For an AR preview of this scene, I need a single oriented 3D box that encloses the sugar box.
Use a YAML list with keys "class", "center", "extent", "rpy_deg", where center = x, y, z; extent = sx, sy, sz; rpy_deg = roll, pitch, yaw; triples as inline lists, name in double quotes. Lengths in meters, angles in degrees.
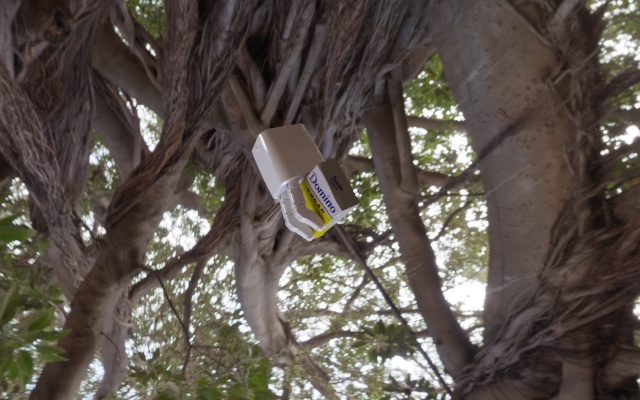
- class: "sugar box"
  center: [0.000, 0.003, 0.864]
  extent: [0.048, 0.093, 0.176]
  rpy_deg: [-23, -12, -25]
